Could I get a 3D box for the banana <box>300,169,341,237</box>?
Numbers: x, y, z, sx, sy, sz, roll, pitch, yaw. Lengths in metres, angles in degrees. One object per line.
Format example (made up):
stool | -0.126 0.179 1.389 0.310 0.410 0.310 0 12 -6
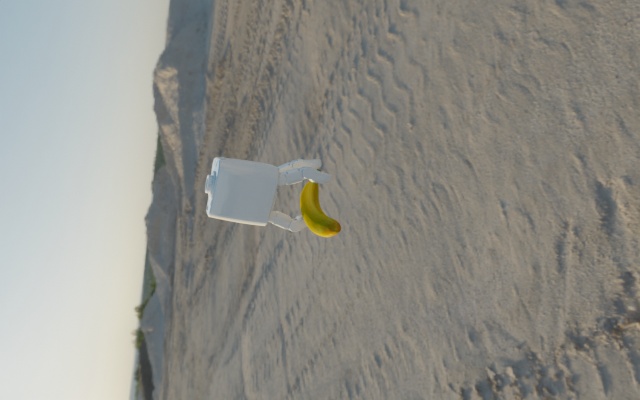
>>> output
banana | -0.007 0.016 0.853 0.037 0.070 0.197 11 30 -21
